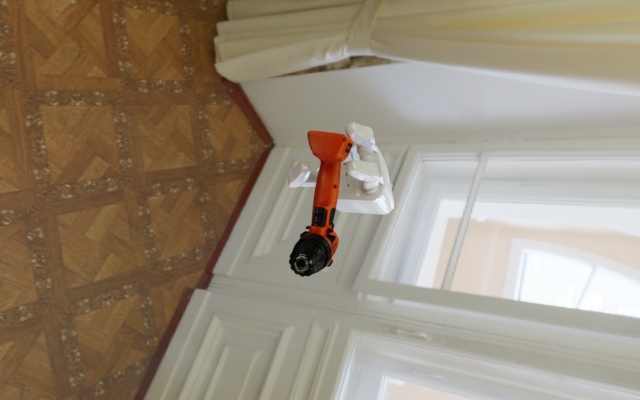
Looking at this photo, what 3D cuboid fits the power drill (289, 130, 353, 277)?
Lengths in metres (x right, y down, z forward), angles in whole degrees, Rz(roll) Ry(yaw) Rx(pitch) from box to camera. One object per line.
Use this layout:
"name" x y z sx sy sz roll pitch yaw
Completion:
"power drill" 0.000 0.002 0.652 0.057 0.187 0.184 9 5 7
